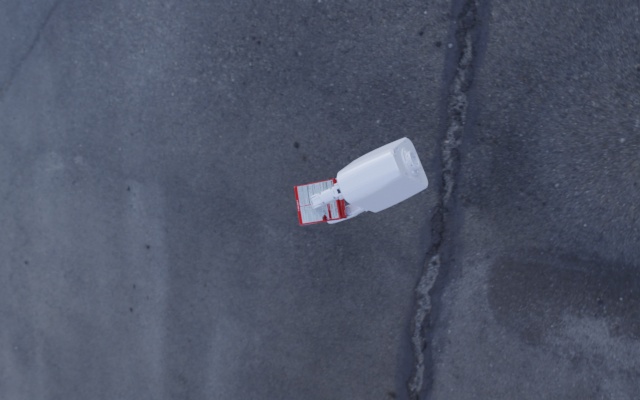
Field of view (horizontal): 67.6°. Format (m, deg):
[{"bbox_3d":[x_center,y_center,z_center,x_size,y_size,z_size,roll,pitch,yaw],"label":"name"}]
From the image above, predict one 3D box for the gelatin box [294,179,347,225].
[{"bbox_3d":[0.000,0.003,0.866,0.089,0.073,0.030,-10,-2,30],"label":"gelatin box"}]
